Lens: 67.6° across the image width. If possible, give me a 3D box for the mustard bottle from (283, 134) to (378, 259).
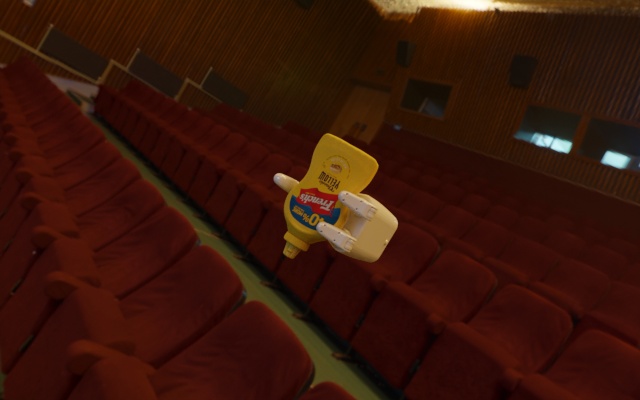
[{"bbox_3d":[0.000,0.002,0.722,0.096,0.191,0.058,31,1,12],"label":"mustard bottle"}]
